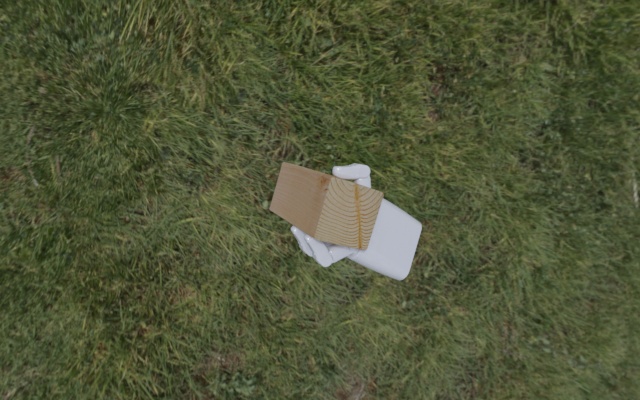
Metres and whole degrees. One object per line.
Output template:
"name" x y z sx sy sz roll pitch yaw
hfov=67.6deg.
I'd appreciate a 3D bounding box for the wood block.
"wood block" 0.001 0.002 0.755 0.090 0.091 0.206 15 3 -25
